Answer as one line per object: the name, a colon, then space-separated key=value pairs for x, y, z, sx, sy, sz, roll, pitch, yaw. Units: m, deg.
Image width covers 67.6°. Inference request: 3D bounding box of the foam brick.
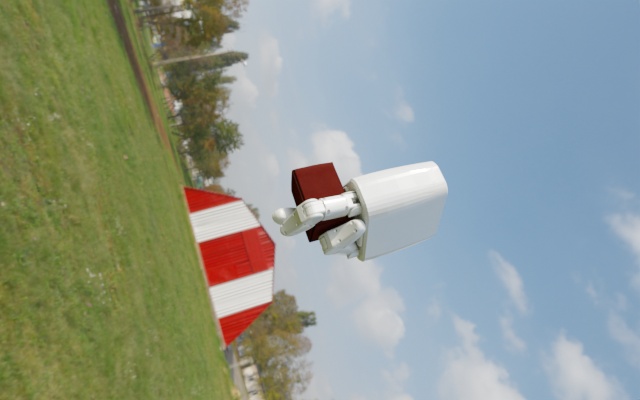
foam brick: x=0.000 y=0.002 z=0.576 sx=0.051 sy=0.078 sz=0.053 roll=-15 pitch=-23 yaw=-13
